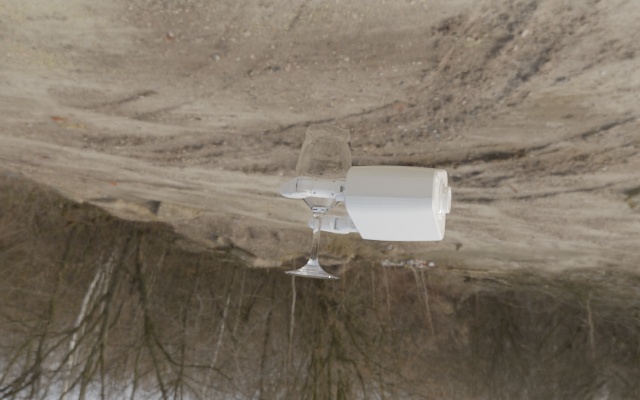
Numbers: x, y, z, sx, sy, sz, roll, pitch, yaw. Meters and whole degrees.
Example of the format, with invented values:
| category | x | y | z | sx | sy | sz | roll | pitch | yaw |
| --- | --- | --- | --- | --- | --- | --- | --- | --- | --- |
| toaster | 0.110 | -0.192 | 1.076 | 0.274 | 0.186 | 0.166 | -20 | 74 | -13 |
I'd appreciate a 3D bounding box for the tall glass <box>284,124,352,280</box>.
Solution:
| category | x | y | z | sx | sy | sz | roll | pitch | yaw |
| --- | --- | --- | --- | --- | --- | --- | --- | --- | --- |
| tall glass | 0.000 | 0.003 | 0.644 | 0.079 | 0.201 | 0.079 | 6 | -11 | 1 |
